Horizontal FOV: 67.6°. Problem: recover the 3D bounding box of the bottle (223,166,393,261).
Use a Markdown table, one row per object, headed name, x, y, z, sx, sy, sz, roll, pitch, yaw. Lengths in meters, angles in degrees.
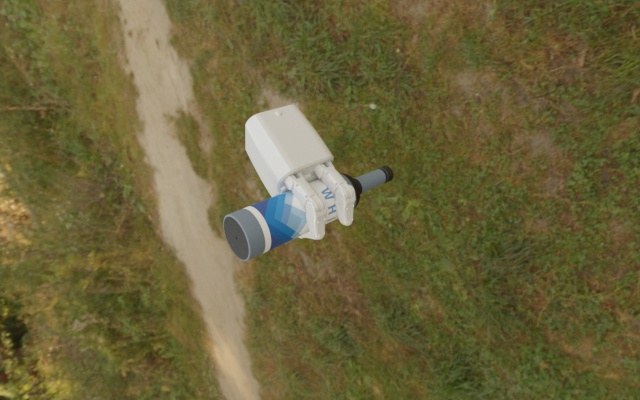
| name | x | y | z | sx | sy | sz | roll | pitch | yaw |
| --- | --- | --- | --- | --- | --- | --- | --- | --- | --- |
| bottle | 0.000 | 0.003 | 0.714 | 0.295 | 0.069 | 0.069 | -23 | 13 | -34 |
